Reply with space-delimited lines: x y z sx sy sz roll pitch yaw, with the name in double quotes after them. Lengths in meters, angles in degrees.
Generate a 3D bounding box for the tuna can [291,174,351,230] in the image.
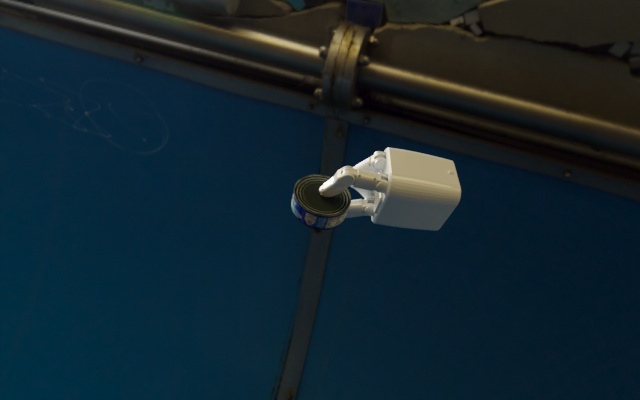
0.000 0.003 0.706 0.086 0.086 0.034 0 -44 -17 "tuna can"
